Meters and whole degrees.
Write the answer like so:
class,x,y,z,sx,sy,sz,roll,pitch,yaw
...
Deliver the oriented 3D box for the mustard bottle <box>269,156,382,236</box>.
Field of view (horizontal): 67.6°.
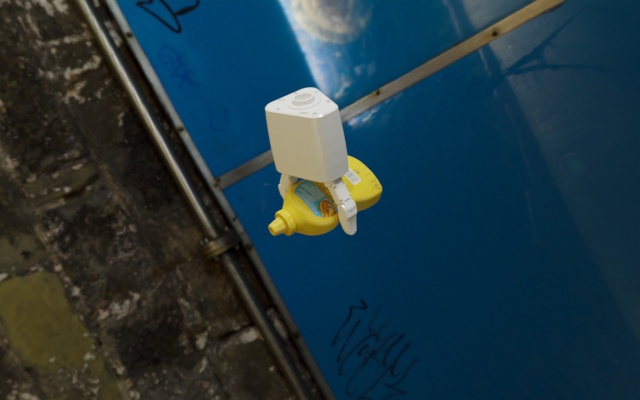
class,x,y,z,sx,sy,sz,roll,pitch,yaw
mustard bottle,0.000,0.003,0.764,0.191,0.096,0.058,-30,-27,-27
